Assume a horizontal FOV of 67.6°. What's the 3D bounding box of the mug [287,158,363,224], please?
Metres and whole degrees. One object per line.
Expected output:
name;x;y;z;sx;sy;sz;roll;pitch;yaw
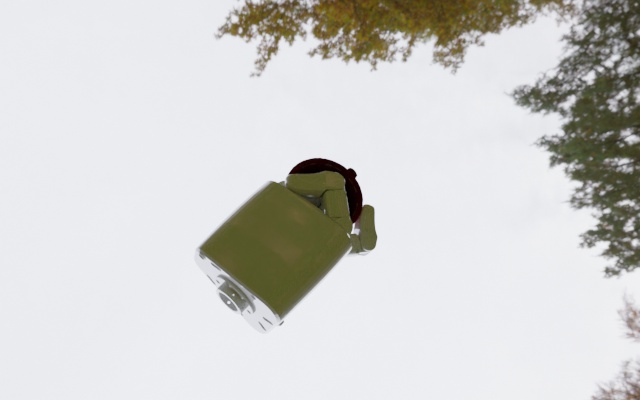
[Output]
mug;0.001;0.001;0.574;0.117;0.093;0.081;-44;-5;-31
